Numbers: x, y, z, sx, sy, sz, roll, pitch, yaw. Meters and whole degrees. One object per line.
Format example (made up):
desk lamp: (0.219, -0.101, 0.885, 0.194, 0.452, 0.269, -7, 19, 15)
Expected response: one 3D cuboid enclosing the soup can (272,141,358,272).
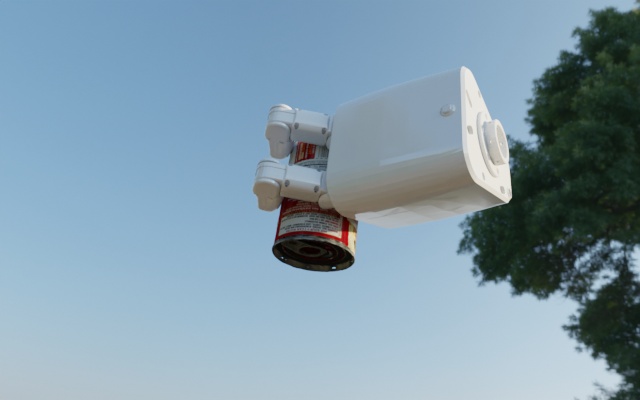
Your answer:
soup can: (0.000, 0.001, 0.409, 0.068, 0.102, 0.068, 6, -28, 3)
